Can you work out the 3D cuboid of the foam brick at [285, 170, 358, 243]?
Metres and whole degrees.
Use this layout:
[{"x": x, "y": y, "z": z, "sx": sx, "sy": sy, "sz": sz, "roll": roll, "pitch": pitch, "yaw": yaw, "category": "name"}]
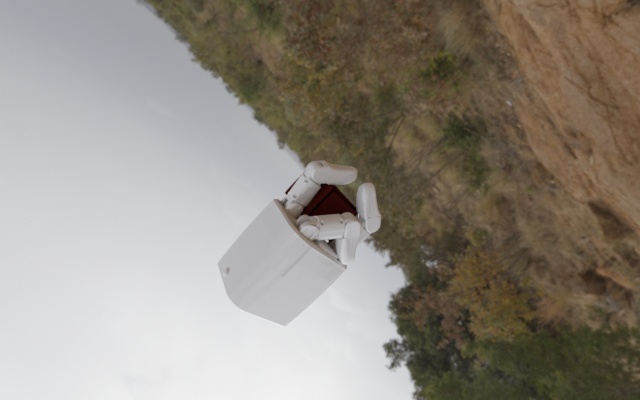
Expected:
[{"x": 0.000, "y": 0.002, "z": 0.583, "sx": 0.053, "sy": 0.051, "sz": 0.078, "roll": 41, "pitch": 6, "yaw": -32, "category": "foam brick"}]
